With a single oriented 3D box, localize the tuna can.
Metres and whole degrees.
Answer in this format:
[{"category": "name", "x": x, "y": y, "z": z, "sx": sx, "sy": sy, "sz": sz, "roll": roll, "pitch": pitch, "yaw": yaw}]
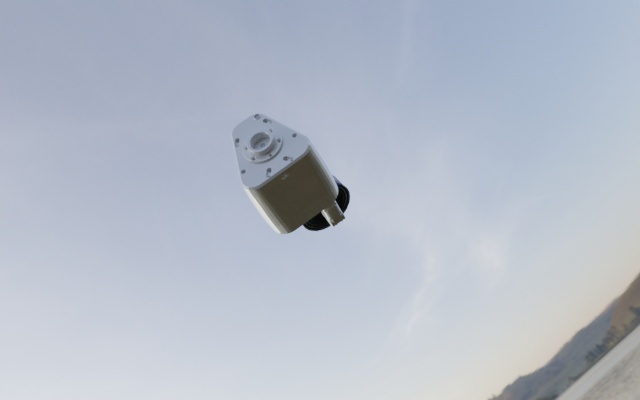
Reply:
[{"category": "tuna can", "x": 0.000, "y": 0.002, "z": 0.713, "sx": 0.086, "sy": 0.086, "sz": 0.033, "roll": 0, "pitch": 36, "yaw": -41}]
